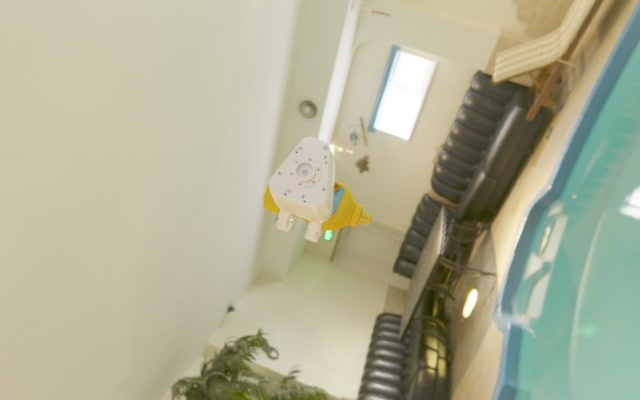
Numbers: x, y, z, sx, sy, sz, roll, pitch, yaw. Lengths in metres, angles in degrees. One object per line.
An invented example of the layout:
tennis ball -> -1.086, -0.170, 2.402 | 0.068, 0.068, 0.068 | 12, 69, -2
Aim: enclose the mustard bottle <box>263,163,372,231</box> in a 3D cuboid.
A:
mustard bottle -> 0.000, 0.003, 0.862 | 0.191, 0.096, 0.058 | 20, -36, 7
